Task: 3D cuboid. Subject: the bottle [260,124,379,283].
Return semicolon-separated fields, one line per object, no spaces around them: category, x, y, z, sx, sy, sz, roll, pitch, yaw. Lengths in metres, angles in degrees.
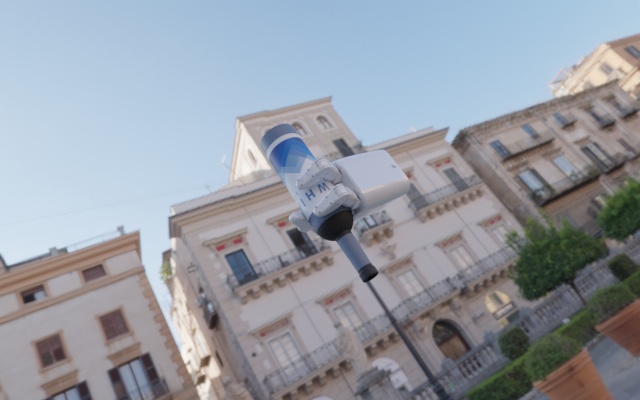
bottle;0.000;0.002;0.764;0.069;0.295;0.069;-28;-25;-14
